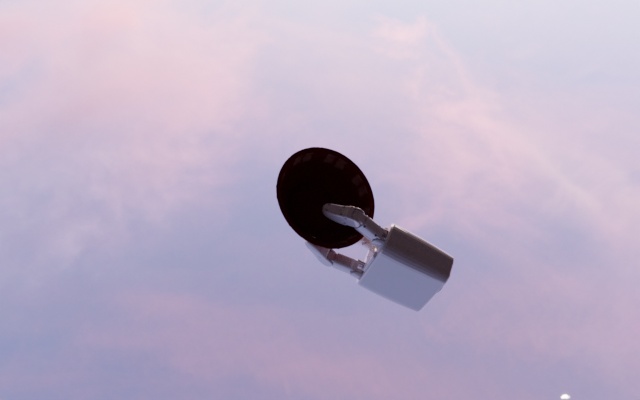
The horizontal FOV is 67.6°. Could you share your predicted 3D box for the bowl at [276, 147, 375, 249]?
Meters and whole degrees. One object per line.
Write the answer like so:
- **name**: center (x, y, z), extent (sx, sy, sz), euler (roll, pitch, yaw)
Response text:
- **bowl**: center (-0.001, 0.002, 0.727), extent (0.162, 0.162, 0.055), euler (0, -20, -27)
